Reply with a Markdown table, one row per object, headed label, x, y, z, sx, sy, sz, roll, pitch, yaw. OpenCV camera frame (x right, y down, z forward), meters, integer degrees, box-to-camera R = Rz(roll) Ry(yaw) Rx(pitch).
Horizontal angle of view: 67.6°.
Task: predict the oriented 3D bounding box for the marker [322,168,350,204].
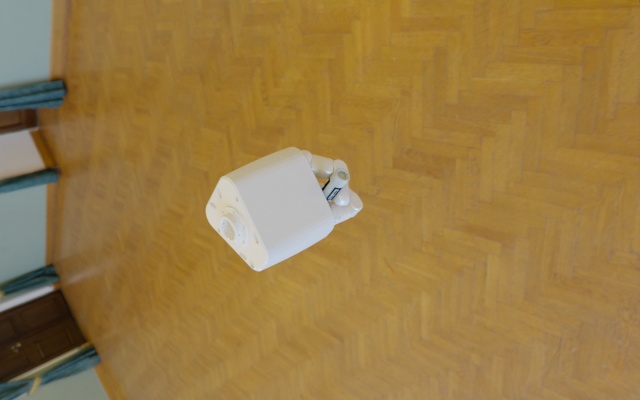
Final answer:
| label | x | y | z | sx | sy | sz | roll | pitch | yaw |
| --- | --- | --- | --- | --- | --- | --- | --- | --- | --- |
| marker | 0.000 | 0.002 | 0.587 | 0.020 | 0.020 | 0.121 | 0 | -32 | -30 |
